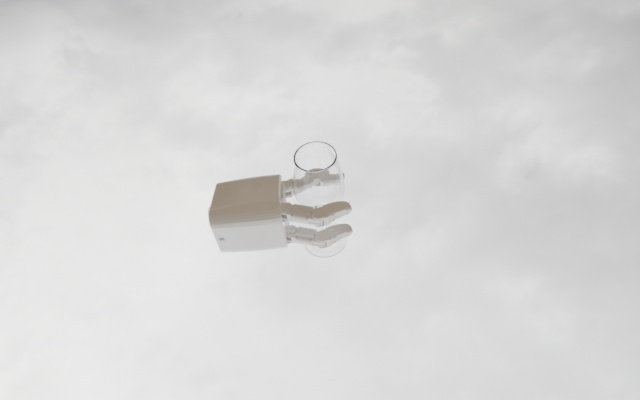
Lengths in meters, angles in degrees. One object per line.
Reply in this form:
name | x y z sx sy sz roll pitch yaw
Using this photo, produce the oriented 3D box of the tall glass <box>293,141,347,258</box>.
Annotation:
tall glass | 0.000 0.003 0.745 0.079 0.079 0.201 0 -41 6
